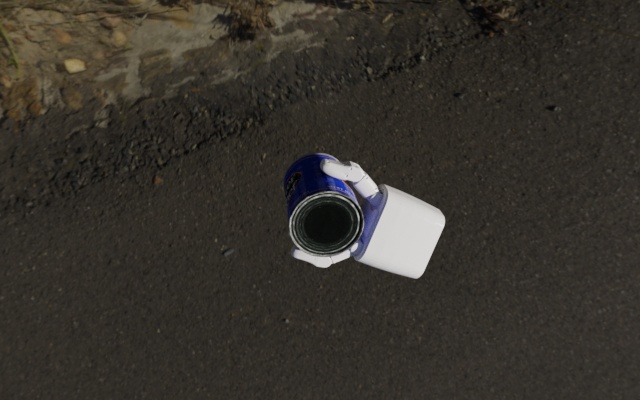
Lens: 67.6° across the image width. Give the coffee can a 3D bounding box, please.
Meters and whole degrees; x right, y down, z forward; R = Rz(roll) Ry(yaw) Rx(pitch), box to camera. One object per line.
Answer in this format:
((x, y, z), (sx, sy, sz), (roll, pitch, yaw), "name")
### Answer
((0.000, 0.002, 0.700), (0.103, 0.103, 0.140), (0, 27, -8), "coffee can")
